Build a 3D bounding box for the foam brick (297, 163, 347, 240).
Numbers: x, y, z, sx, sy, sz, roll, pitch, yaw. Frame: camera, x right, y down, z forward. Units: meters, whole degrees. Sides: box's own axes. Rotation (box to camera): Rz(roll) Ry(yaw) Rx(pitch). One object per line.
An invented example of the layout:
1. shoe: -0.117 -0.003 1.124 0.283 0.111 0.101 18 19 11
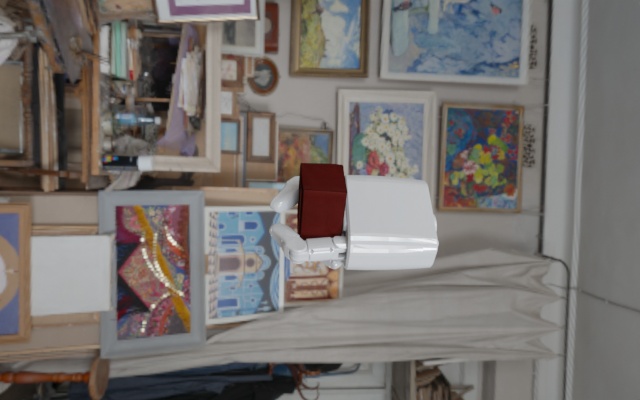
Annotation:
1. foam brick: 0.000 0.002 0.555 0.051 0.078 0.053 2 40 -5
